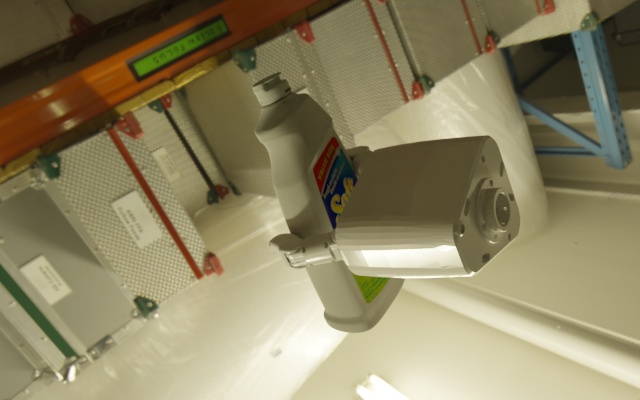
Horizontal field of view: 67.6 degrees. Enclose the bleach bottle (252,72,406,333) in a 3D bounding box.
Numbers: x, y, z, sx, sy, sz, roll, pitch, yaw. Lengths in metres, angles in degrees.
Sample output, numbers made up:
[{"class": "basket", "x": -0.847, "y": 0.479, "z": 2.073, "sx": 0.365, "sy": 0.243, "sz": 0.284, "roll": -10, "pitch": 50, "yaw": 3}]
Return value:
[{"class": "bleach bottle", "x": 0.000, "y": 0.001, "z": 0.463, "sx": 0.068, "sy": 0.251, "sz": 0.102, "roll": -5, "pitch": 30, "yaw": 44}]
